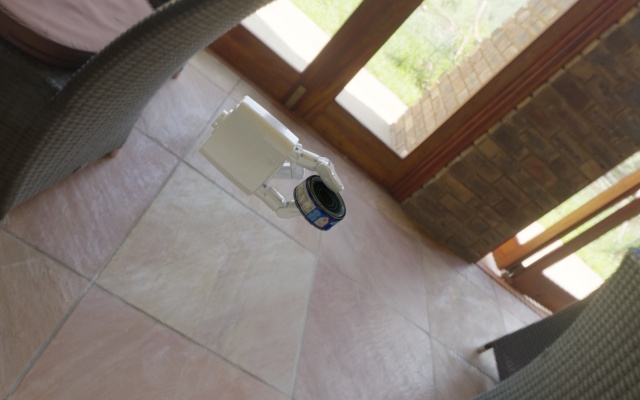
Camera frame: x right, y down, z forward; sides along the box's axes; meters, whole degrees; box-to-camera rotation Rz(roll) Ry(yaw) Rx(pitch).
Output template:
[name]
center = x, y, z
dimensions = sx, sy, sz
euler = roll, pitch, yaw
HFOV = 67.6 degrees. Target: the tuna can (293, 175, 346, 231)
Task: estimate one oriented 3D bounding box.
[tuna can]
center = 0.001, 0.002, 0.741
dimensions = 0.034, 0.086, 0.086
euler = -38, -20, 27
